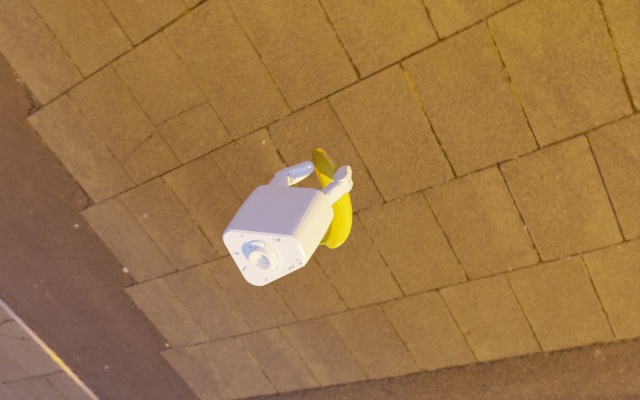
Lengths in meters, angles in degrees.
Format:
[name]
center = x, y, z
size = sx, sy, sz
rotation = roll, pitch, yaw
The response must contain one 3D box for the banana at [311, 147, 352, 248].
[banana]
center = 0.018, 0.009, 0.759
size = 0.069, 0.198, 0.037
rotation = 13, 38, 17
